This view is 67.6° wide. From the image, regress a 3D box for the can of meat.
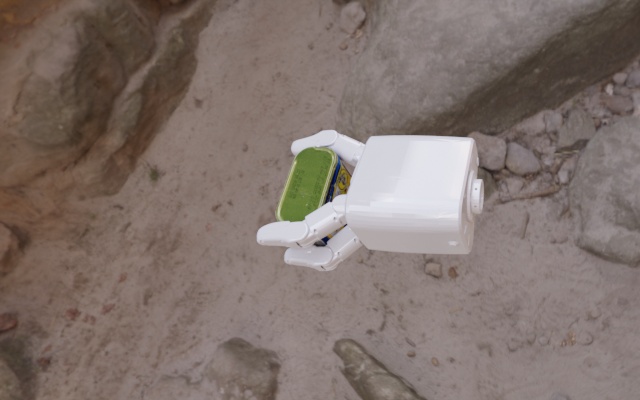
[{"bbox_3d":[0.000,0.002,0.531,0.057,0.102,0.084,7,-22,27],"label":"can of meat"}]
